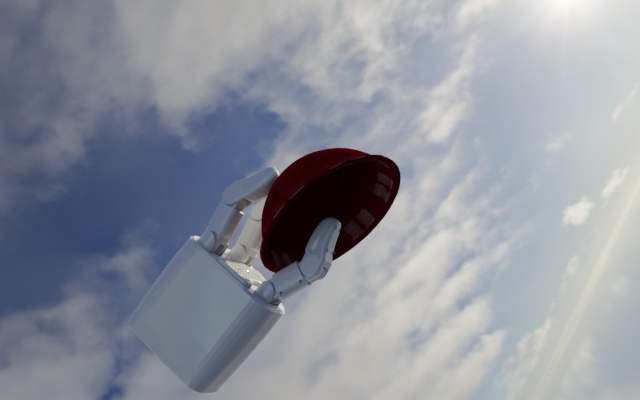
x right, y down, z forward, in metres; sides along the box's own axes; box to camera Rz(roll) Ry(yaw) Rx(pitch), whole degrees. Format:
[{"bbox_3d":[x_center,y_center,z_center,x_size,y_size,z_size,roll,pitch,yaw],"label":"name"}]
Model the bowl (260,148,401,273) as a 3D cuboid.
[{"bbox_3d":[0.001,0.001,0.478,0.162,0.162,0.055,0,43,-46],"label":"bowl"}]
